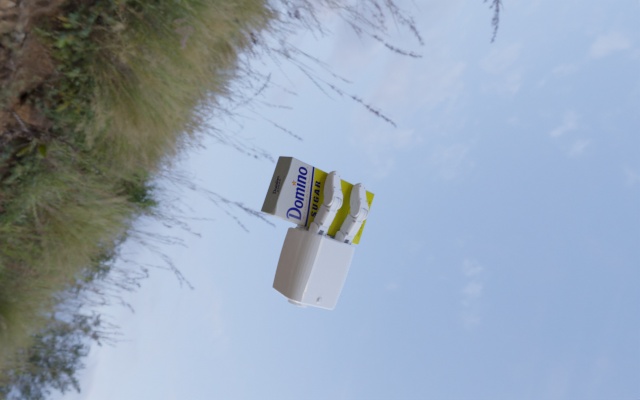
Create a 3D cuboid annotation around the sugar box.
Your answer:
[{"bbox_3d":[0.000,0.003,0.758,0.176,0.093,0.048,21,-6,-38],"label":"sugar box"}]
